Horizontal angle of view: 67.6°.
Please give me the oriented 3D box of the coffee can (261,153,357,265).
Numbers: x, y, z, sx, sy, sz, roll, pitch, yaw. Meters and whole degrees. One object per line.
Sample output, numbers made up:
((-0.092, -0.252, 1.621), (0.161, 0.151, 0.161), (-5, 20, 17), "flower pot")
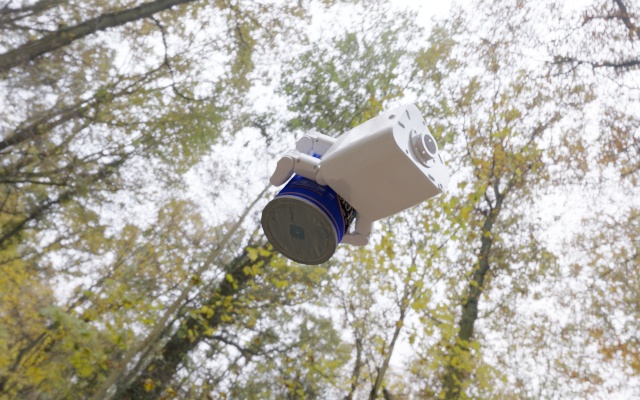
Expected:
((0.000, 0.002, 0.631), (0.103, 0.103, 0.140), (0, 33, 29), "coffee can")
